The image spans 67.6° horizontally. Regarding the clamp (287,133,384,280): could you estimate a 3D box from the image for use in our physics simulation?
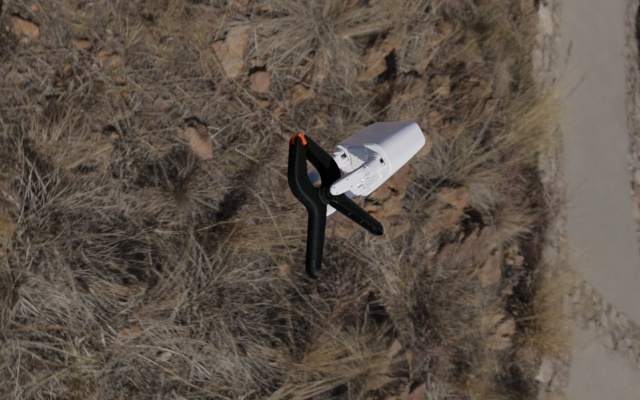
[{"bbox_3d":[0.000,0.002,0.719,0.164,0.210,0.036,-37,12,-37],"label":"clamp"}]
